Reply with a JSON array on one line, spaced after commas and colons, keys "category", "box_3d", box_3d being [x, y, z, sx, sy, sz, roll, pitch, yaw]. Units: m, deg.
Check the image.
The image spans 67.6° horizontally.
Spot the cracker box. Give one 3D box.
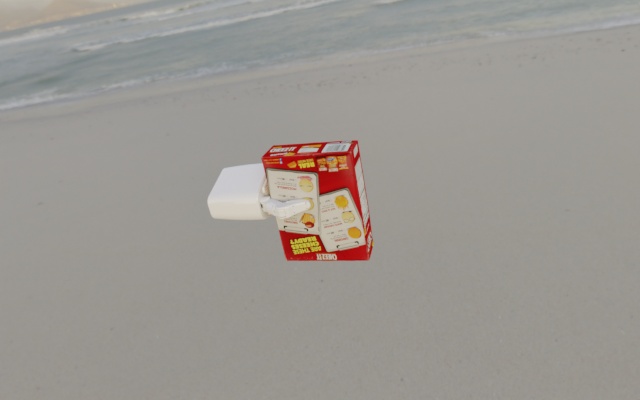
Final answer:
[{"category": "cracker box", "box_3d": [0.000, 0.003, 0.863, 0.164, 0.214, 0.072, -2, 27, 19]}]
